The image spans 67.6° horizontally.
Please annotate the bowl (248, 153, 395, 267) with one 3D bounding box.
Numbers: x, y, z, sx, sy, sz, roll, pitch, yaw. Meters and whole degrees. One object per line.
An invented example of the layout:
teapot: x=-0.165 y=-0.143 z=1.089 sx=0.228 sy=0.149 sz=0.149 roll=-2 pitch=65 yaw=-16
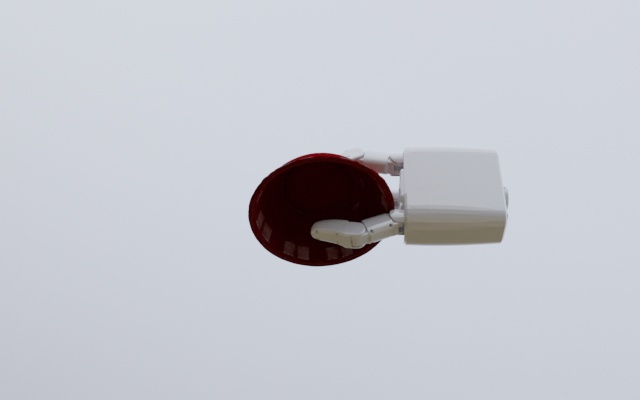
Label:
bowl: x=-0.001 y=0.001 z=0.544 sx=0.162 sy=0.162 sz=0.055 roll=0 pitch=40 yaw=-5
